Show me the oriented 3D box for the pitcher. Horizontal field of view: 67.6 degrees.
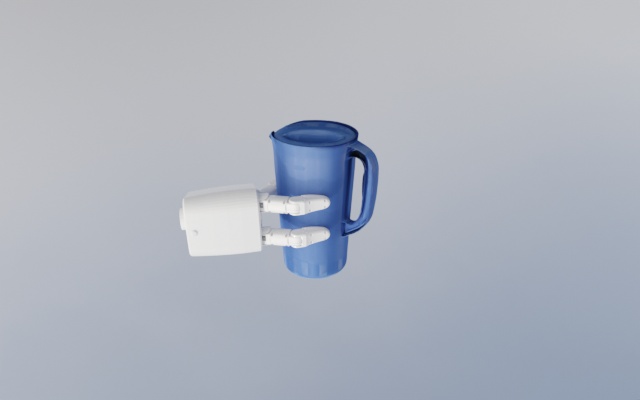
[{"bbox_3d":[0.000,0.002,0.763,0.145,0.243,0.149,-7,27,-13],"label":"pitcher"}]
